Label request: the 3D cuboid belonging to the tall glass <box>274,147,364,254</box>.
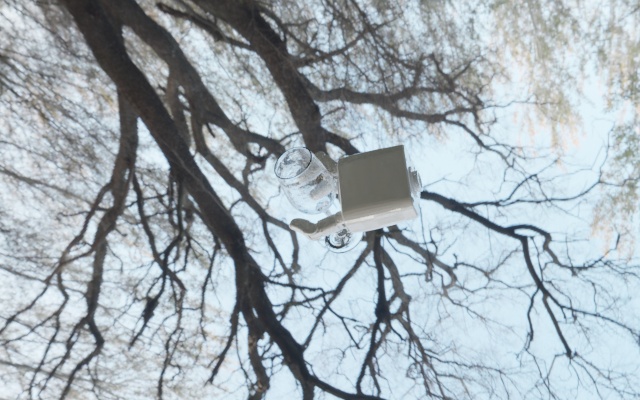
[{"bbox_3d":[0.000,0.003,0.760,0.079,0.079,0.201,0,-35,30],"label":"tall glass"}]
